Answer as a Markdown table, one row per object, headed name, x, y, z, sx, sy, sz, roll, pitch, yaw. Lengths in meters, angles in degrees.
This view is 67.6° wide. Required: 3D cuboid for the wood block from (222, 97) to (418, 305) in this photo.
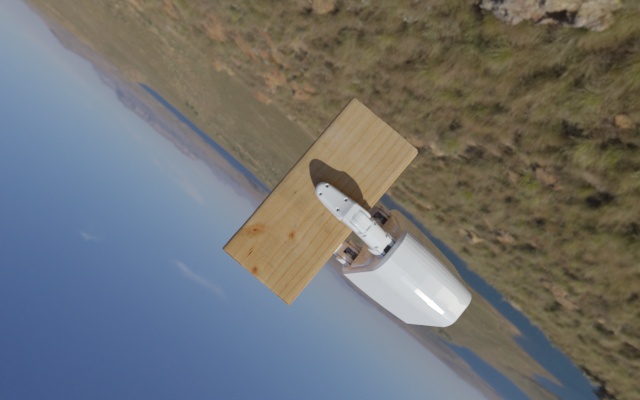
| name | x | y | z | sx | sy | sz | roll | pitch | yaw |
| --- | --- | --- | --- | --- | --- | --- | --- | --- | --- |
| wood block | 0.000 | 0.002 | 0.525 | 0.090 | 0.206 | 0.091 | 40 | -5 | 1 |
